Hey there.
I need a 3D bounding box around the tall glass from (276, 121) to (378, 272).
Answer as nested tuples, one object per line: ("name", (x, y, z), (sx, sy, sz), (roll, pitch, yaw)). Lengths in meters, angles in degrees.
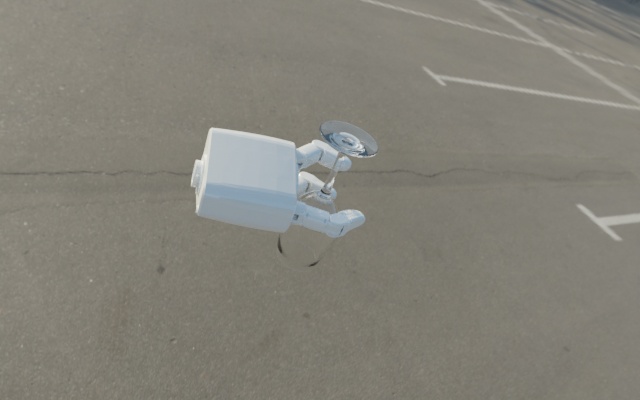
("tall glass", (0.000, 0.002, 0.616), (0.079, 0.201, 0.079), (16, 35, -11))
